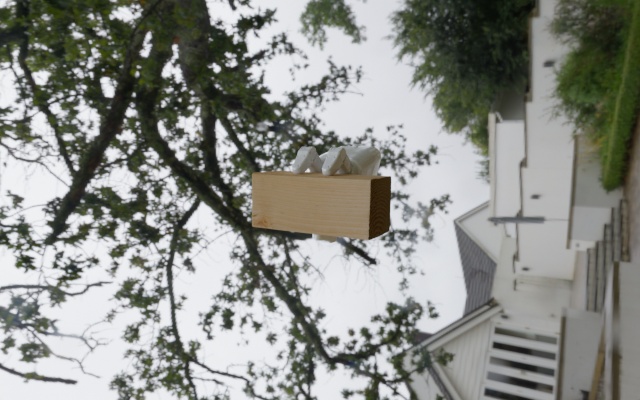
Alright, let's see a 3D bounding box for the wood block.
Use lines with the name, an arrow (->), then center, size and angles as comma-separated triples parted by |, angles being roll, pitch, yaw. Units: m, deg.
wood block -> 0.000, 0.003, 0.764 | 0.206, 0.091, 0.090 | 4, 8, 28
